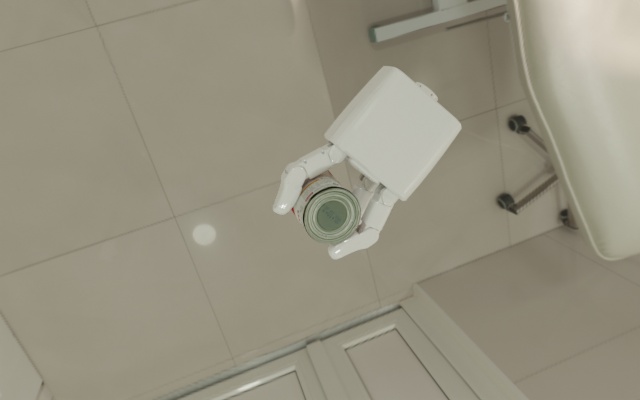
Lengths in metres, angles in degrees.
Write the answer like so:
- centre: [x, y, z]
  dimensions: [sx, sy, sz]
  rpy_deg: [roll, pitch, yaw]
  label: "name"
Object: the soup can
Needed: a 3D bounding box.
- centre: [0.000, 0.002, 0.560]
  dimensions: [0.068, 0.068, 0.102]
  rpy_deg: [0, 18, -17]
  label: "soup can"
